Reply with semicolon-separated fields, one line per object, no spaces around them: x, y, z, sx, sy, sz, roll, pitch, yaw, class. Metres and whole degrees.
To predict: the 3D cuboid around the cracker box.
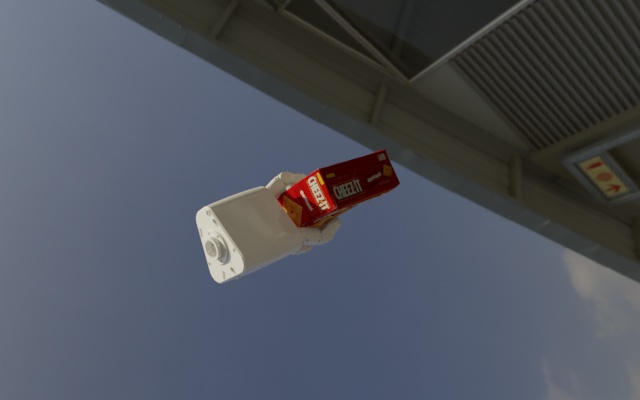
0.000;0.002;0.791;0.164;0.072;0.214;-21;-6;-44;cracker box
